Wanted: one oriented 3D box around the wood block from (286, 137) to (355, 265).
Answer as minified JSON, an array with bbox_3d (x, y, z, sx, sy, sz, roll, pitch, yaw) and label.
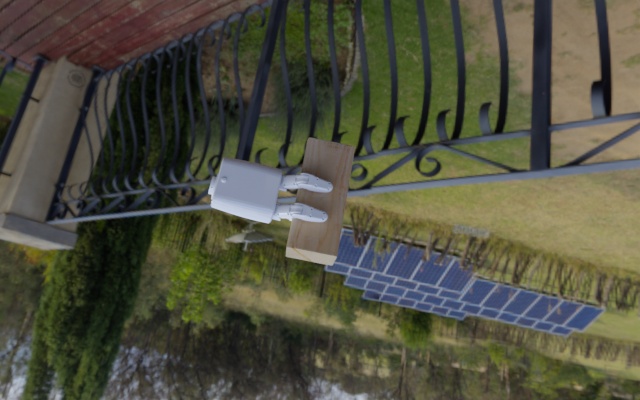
[{"bbox_3d":[0.000,0.003,0.870,0.090,0.206,0.091,11,-18,-1],"label":"wood block"}]
